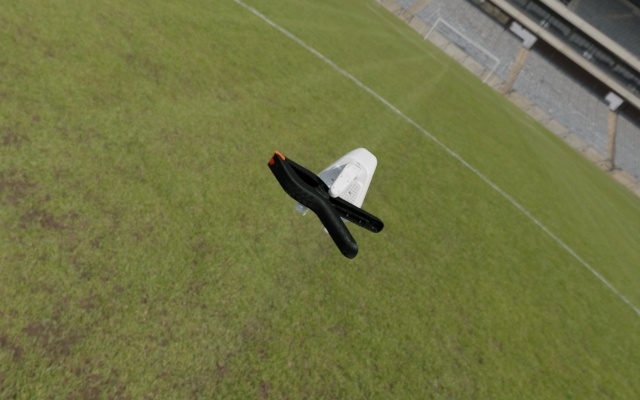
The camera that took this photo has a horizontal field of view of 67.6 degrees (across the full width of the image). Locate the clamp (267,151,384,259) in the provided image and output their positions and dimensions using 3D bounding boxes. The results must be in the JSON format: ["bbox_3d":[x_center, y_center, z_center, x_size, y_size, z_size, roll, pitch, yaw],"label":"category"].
[{"bbox_3d":[0.000,0.001,0.724,0.210,0.036,0.164,38,20,3],"label":"clamp"}]
